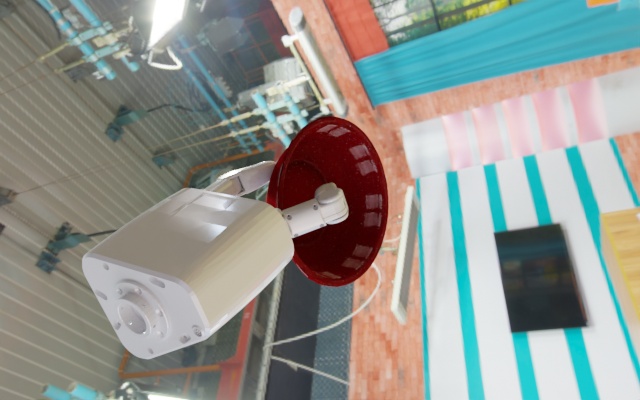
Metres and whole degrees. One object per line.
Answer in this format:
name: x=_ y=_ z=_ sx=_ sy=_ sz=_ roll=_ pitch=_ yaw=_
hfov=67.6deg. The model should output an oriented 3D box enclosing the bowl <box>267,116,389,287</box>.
bowl: x=0.001 y=0.001 z=0.472 sx=0.055 sy=0.162 sz=0.162 roll=-2 pitch=-1 yaw=43
